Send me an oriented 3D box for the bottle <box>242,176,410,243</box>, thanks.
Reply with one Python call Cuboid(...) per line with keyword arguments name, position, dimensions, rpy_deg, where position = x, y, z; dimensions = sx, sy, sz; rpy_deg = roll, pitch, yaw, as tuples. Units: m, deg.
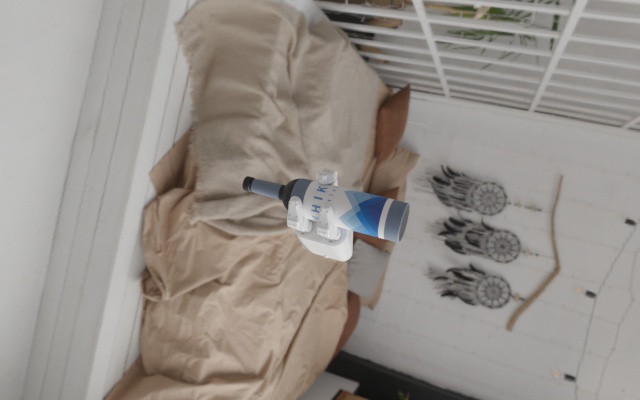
Cuboid(name="bottle", position=(0.000, 0.003, 0.819), dimensions=(0.295, 0.069, 0.069), rpy_deg=(14, 4, 19))
